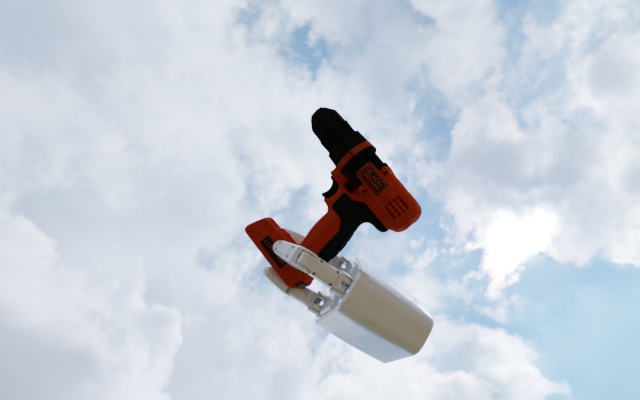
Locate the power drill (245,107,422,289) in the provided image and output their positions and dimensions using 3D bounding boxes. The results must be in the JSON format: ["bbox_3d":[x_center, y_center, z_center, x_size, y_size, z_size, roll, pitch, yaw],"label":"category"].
[{"bbox_3d":[0.000,0.002,0.586,0.187,0.184,0.057,-41,-15,9],"label":"power drill"}]
